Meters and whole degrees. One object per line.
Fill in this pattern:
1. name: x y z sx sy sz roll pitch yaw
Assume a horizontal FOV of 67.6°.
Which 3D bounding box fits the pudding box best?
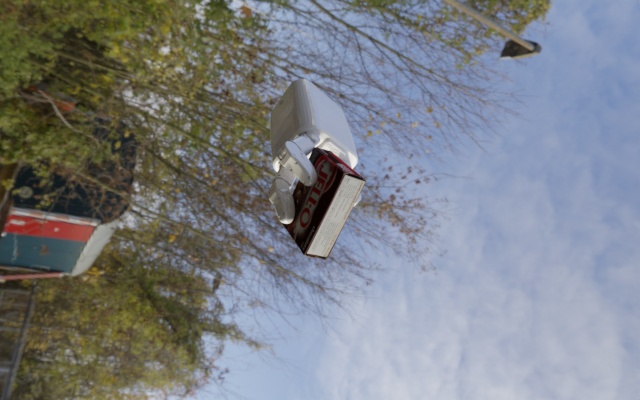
1. pudding box: 0.000 0.002 0.586 0.039 0.113 0.090 15 18 -29
